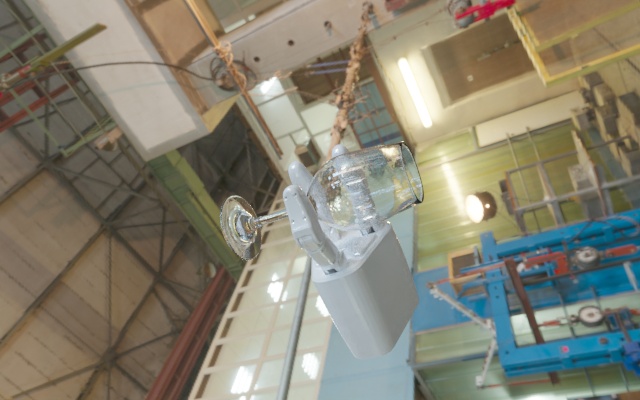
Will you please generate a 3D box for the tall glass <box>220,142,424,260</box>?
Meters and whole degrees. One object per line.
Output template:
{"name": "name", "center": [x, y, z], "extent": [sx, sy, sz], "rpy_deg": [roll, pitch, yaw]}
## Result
{"name": "tall glass", "center": [-0.001, 0.002, 0.490], "extent": [0.201, 0.079, 0.079], "rpy_deg": [-18, -7, 23]}
